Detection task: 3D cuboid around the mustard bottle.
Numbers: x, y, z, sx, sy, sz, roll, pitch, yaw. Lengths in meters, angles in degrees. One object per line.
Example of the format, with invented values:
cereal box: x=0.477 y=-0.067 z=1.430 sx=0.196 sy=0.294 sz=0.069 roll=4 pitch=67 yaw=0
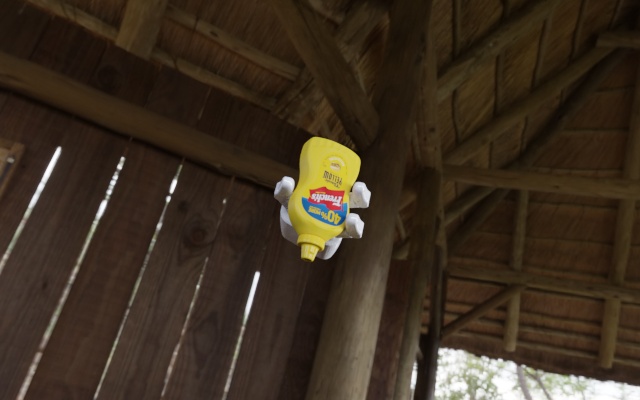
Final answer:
mustard bottle: x=0.000 y=0.002 z=0.742 sx=0.096 sy=0.191 sz=0.058 roll=24 pitch=-25 yaw=-22
